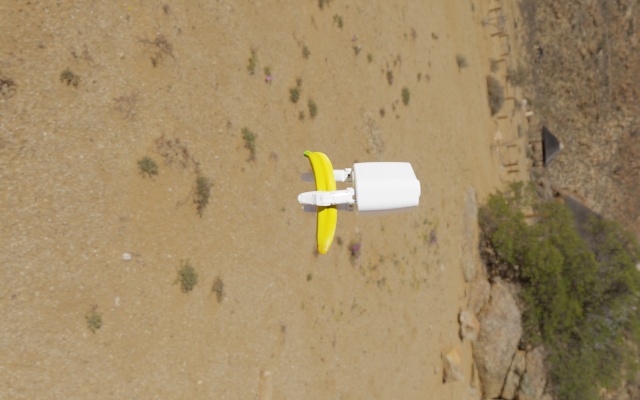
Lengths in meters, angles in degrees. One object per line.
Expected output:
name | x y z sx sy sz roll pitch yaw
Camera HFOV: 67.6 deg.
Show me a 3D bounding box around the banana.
banana | 0.005 -0.005 0.855 0.037 0.197 0.070 -2 -14 -19
